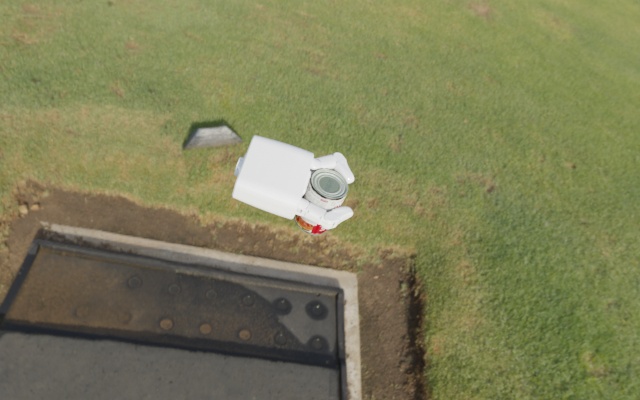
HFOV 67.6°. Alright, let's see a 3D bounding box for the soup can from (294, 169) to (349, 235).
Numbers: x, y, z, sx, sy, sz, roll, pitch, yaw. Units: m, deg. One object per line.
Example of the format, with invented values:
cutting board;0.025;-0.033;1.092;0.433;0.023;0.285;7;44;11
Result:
soup can;0.001;0.003;0.815;0.068;0.068;0.102;0;-38;-22
